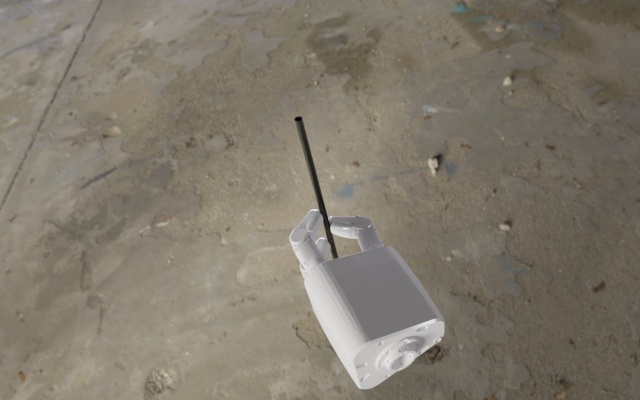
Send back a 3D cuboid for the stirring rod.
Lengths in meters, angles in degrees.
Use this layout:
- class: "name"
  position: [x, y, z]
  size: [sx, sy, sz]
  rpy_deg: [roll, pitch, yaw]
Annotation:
- class: "stirring rod"
  position: [0.000, 0.002, 0.556]
  size: [0.011, 0.011, 0.240]
  rpy_deg: [0, -43, 15]
